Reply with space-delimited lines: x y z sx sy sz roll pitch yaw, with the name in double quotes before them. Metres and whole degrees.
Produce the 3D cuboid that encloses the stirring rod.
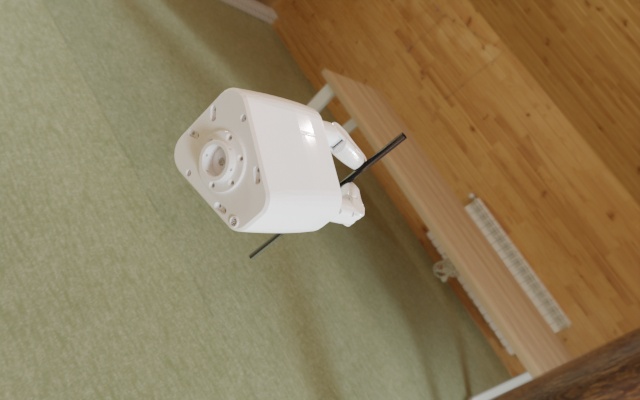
"stirring rod" 0.000 0.002 0.536 0.239 0.011 0.011 -39 -19 25
